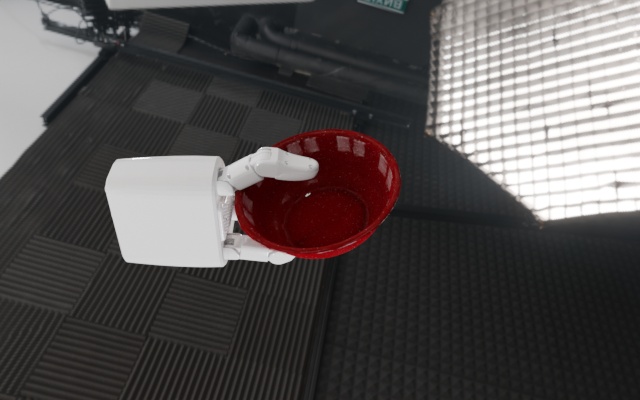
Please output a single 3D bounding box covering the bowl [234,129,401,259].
[{"bbox_3d":[0.001,0.002,0.473,0.162,0.162,0.055,0,-41,15],"label":"bowl"}]
